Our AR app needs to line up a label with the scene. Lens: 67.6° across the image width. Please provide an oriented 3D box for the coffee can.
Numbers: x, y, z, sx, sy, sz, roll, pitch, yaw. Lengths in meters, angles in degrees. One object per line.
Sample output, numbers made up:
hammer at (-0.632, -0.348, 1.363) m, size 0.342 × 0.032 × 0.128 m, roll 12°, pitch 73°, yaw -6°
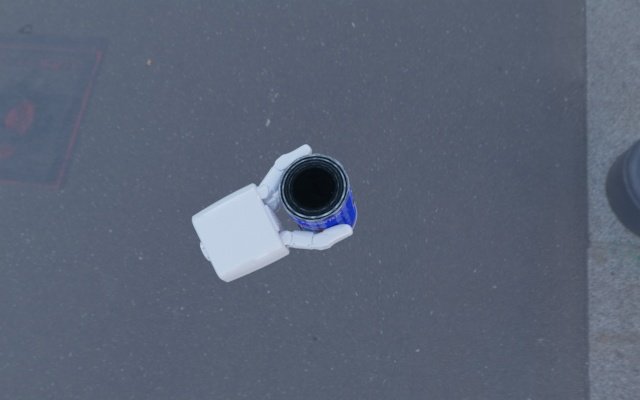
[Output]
coffee can at (0.000, 0.002, 0.737) m, size 0.103 × 0.102 × 0.140 m, roll 0°, pitch -18°, yaw 9°
